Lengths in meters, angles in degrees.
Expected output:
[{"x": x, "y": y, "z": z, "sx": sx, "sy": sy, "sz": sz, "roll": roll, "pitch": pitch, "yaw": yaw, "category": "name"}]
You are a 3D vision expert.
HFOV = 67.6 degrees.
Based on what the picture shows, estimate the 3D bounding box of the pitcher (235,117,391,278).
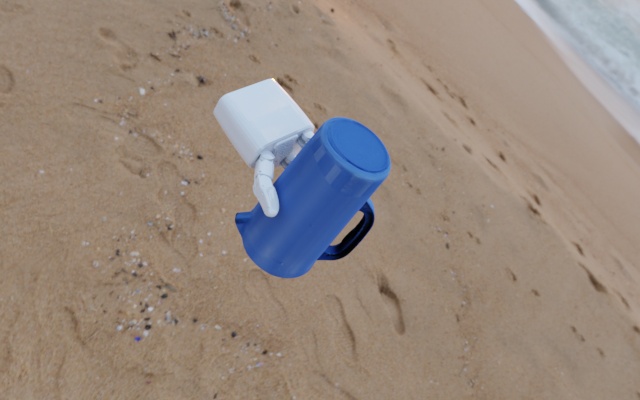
[{"x": 0.000, "y": 0.002, "z": 0.690, "sx": 0.149, "sy": 0.145, "sz": 0.243, "roll": -21, "pitch": -21, "yaw": -46, "category": "pitcher"}]
